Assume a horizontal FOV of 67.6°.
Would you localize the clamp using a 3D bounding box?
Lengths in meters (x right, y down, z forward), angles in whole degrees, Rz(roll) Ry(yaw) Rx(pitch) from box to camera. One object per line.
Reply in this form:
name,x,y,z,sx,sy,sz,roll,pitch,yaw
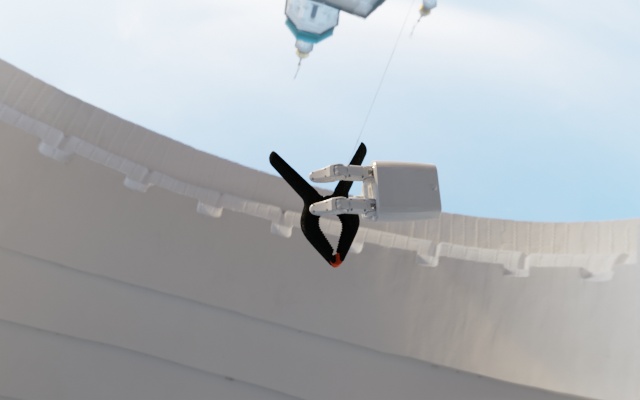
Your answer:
clamp,0.000,0.003,0.770,0.164,0.210,0.036,-1,-18,-6
